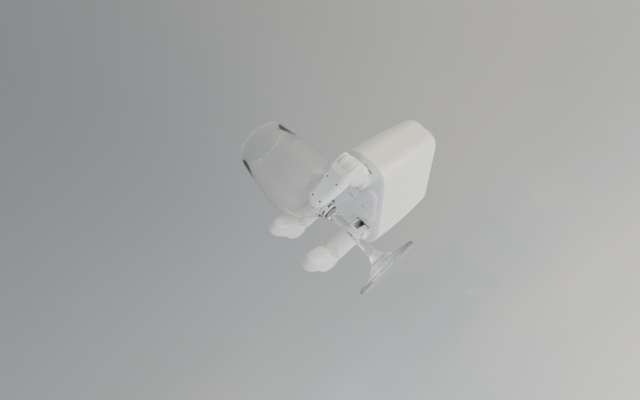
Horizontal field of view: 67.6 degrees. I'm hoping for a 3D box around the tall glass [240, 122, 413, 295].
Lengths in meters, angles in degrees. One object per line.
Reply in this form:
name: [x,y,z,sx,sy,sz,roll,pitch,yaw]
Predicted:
tall glass: [0.000,0.002,0.509,0.201,0.079,0.079,45,16,17]
